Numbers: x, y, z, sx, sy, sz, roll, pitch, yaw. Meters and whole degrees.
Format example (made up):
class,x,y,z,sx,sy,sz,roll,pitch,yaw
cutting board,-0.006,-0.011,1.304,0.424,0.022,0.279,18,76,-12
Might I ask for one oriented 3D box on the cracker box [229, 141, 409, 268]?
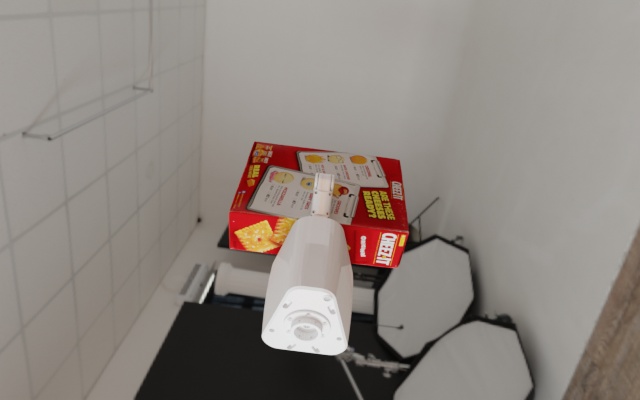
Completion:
class,x,y,z,sx,sy,sz,roll,pitch,yaw
cracker box,0.000,0.002,0.637,0.214,0.072,0.164,7,37,-1
